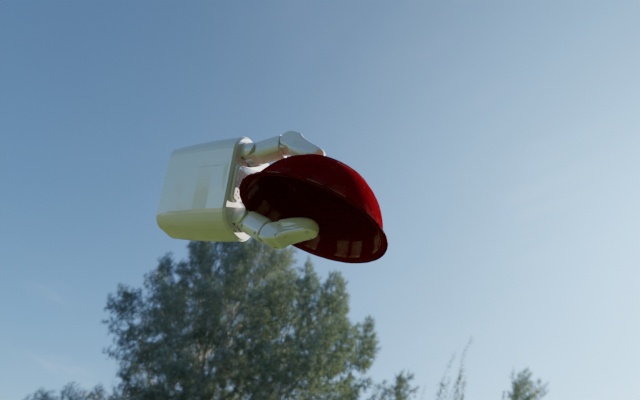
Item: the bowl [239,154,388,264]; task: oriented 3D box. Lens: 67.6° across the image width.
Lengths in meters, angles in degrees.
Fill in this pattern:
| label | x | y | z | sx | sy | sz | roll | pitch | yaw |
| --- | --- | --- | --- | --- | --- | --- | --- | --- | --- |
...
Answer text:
| label | x | y | z | sx | sy | sz | roll | pitch | yaw |
| --- | --- | --- | --- | --- | --- | --- | --- | --- | --- |
| bowl | 0.001 | 0.002 | 0.494 | 0.162 | 0.055 | 0.162 | 20 | -28 | 11 |
